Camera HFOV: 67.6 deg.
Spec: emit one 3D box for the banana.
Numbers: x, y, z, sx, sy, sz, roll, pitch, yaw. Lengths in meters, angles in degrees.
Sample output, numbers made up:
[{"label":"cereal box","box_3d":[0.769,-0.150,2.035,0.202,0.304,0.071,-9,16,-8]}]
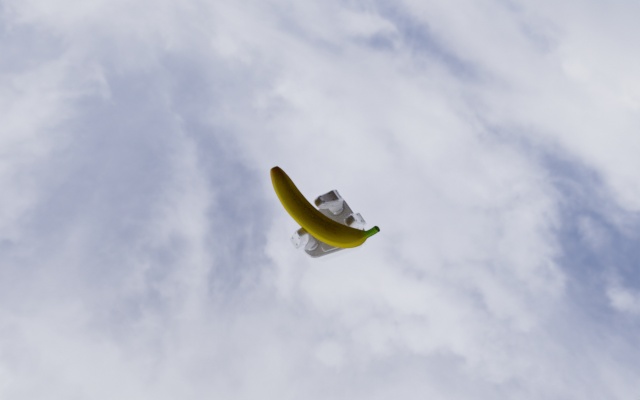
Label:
[{"label":"banana","box_3d":[-0.005,0.020,0.734,0.198,0.070,0.037,30,15,15]}]
